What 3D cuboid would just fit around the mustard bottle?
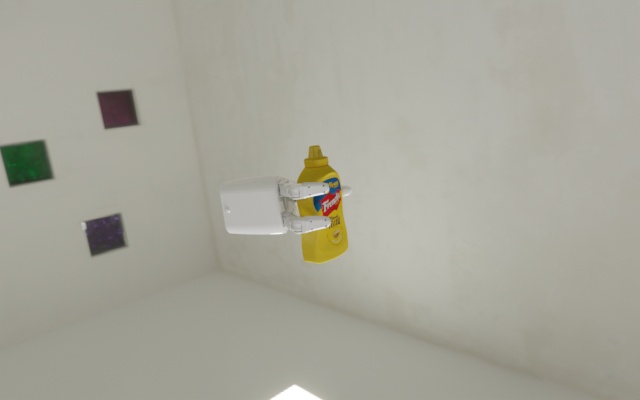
[{"bbox_3d":[0.000,0.003,0.808,0.058,0.192,0.096,3,16,40],"label":"mustard bottle"}]
